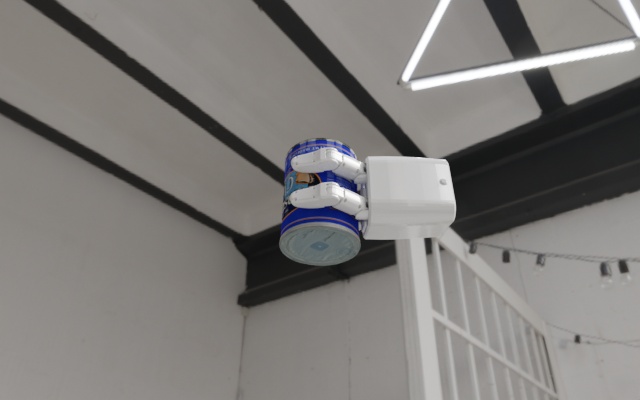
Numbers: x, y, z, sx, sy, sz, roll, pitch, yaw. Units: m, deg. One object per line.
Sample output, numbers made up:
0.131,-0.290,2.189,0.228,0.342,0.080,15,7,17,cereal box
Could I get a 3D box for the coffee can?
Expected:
0.000,0.002,0.641,0.103,0.140,0.103,1,-34,0,coffee can
